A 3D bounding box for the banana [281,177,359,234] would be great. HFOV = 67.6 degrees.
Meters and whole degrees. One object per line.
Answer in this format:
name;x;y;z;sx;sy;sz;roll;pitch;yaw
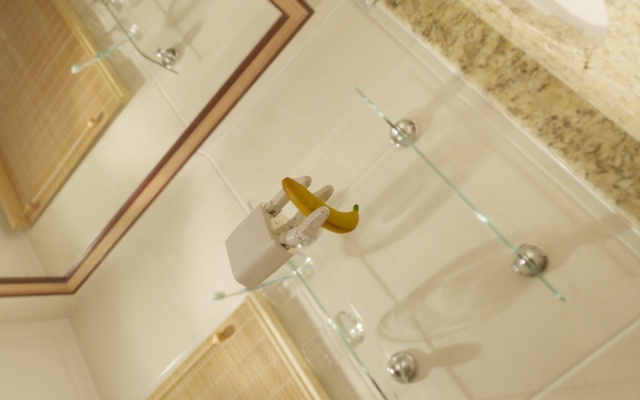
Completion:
banana;0.009;0.018;0.801;0.037;0.069;0.198;-40;-37;23
